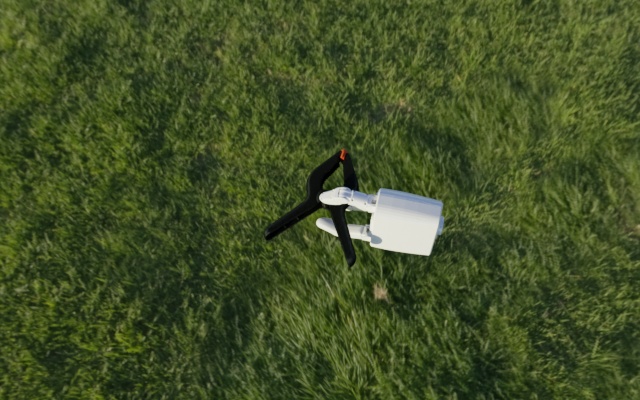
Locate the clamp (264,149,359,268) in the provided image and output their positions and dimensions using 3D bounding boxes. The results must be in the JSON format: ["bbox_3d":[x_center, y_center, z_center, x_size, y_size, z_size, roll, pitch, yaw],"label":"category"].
[{"bbox_3d":[0.000,0.002,0.839,0.164,0.210,0.036,11,-23,9],"label":"clamp"}]
